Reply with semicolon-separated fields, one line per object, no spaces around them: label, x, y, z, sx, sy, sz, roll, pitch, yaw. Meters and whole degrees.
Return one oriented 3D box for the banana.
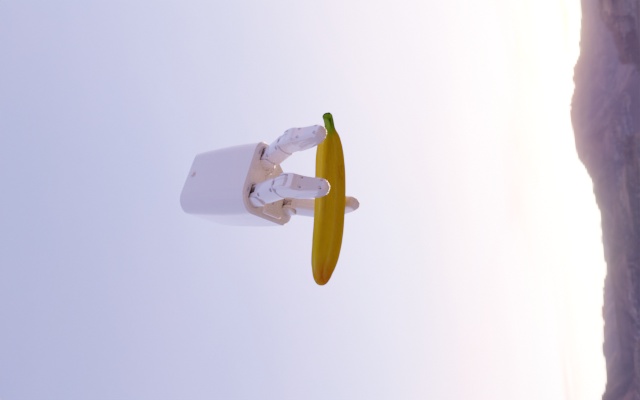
banana;0.007;0.001;0.569;0.037;0.198;0.069;-2;-7;21
